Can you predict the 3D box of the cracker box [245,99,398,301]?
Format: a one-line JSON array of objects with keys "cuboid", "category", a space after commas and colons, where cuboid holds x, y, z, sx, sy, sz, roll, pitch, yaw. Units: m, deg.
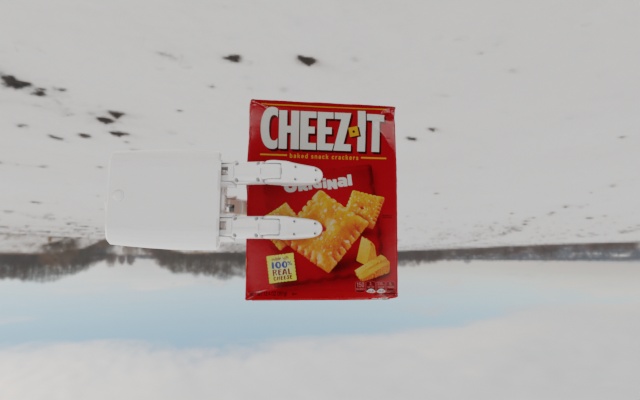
[{"cuboid": [0.000, 0.002, 0.531, 0.164, 0.213, 0.072, 1, -7, -8], "category": "cracker box"}]
